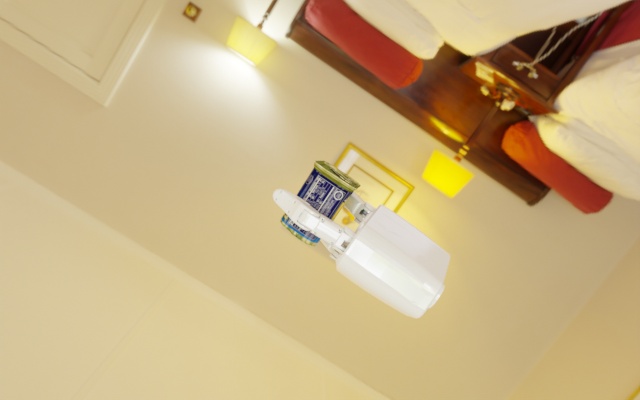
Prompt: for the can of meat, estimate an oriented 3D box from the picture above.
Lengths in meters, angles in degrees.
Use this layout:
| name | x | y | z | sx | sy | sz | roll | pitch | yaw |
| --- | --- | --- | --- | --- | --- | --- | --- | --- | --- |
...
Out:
| name | x | y | z | sx | sy | sz | roll | pitch | yaw |
| --- | --- | --- | --- | --- | --- | --- | --- | --- | --- |
| can of meat | 0.000 | 0.002 | 0.577 | 0.057 | 0.084 | 0.102 | 34 | 9 | 4 |
